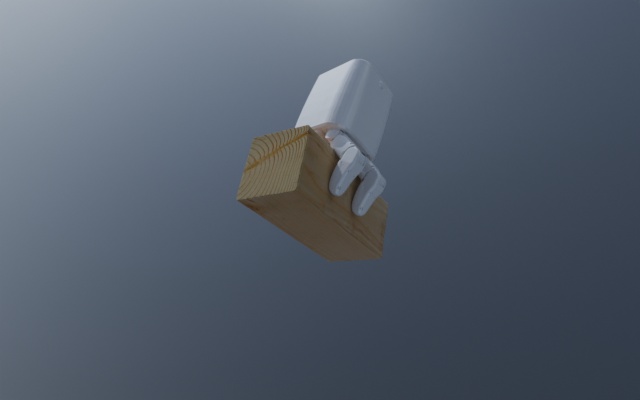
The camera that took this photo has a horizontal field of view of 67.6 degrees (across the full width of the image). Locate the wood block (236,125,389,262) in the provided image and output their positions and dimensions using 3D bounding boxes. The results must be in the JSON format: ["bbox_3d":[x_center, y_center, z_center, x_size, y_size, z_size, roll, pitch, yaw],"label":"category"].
[{"bbox_3d":[0.000,0.002,0.624,0.091,0.090,0.206,-7,-31,34],"label":"wood block"}]
